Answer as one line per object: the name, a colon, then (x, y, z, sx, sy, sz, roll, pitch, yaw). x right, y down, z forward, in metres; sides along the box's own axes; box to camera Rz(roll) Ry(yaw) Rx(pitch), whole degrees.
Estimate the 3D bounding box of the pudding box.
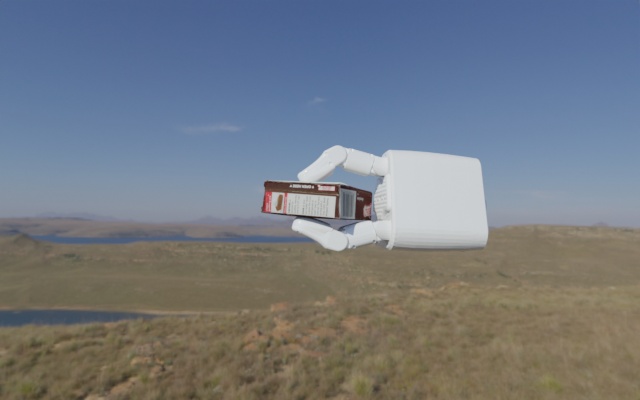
pudding box: (0.000, 0.002, 0.534, 0.090, 0.039, 0.113, 3, -4, 23)
